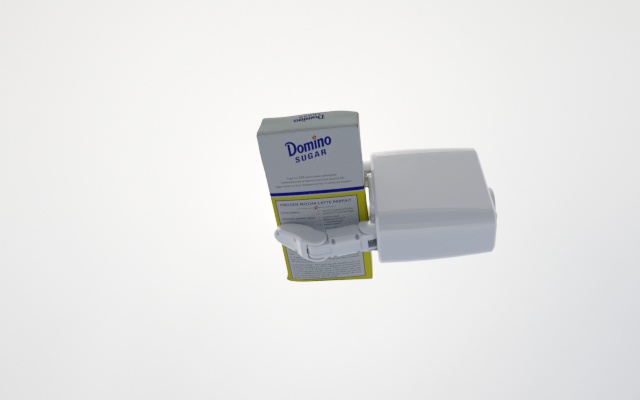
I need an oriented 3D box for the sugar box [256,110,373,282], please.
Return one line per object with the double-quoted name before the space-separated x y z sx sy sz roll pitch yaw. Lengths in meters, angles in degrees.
"sugar box" 0.000 0.001 0.473 0.093 0.176 0.048 -4 30 7
